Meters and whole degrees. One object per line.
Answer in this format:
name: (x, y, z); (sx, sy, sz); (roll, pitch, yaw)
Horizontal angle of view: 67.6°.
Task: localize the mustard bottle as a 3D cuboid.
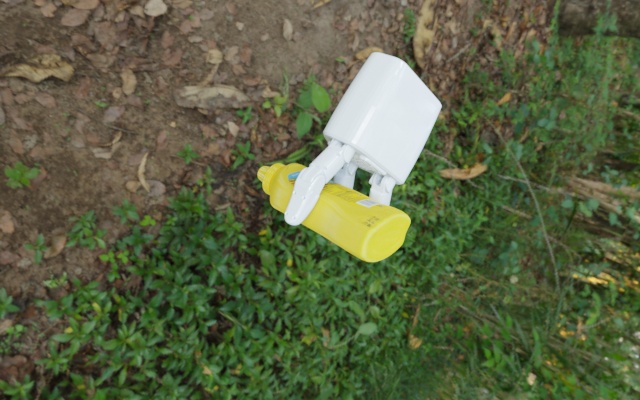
mustard bottle: (0.000, 0.002, 0.547); (0.191, 0.058, 0.096); (28, 22, 31)
